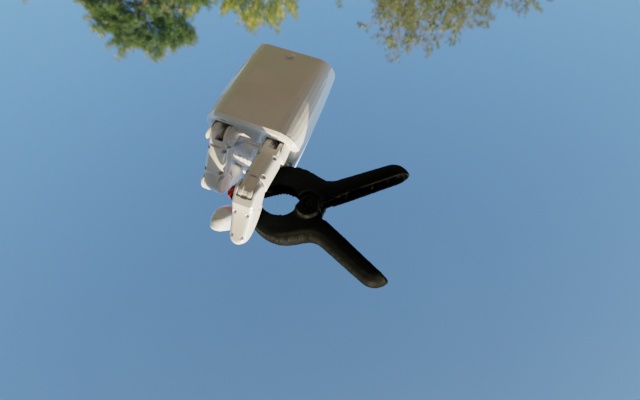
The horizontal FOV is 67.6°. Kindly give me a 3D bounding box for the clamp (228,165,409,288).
[{"bbox_3d":[0.000,0.002,0.457,0.171,0.120,0.039,20,-26,12],"label":"clamp"}]
